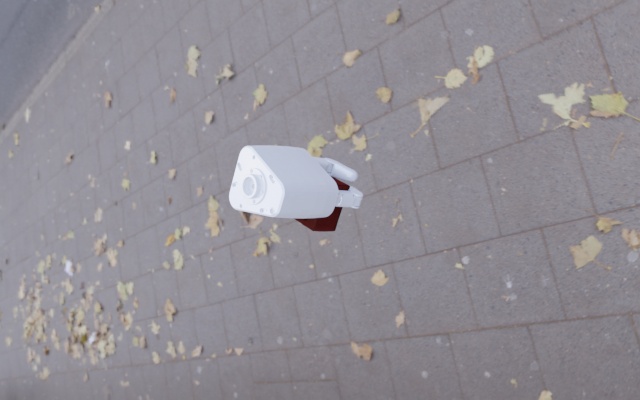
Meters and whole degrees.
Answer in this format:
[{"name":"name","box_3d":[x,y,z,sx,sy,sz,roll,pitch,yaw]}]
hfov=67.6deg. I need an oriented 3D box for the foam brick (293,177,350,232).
[{"name":"foam brick","box_3d":[0.000,0.003,0.730,0.051,0.078,0.053,-1,24,-47]}]
